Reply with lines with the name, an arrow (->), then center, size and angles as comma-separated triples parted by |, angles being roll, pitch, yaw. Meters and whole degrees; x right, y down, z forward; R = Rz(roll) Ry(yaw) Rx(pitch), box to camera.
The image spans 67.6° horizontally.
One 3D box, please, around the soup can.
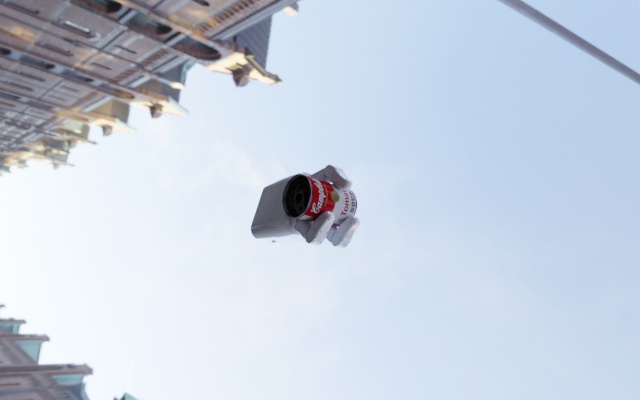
soup can -> 0.001, 0.002, 0.755 | 0.102, 0.068, 0.068 | 14, -10, -41
